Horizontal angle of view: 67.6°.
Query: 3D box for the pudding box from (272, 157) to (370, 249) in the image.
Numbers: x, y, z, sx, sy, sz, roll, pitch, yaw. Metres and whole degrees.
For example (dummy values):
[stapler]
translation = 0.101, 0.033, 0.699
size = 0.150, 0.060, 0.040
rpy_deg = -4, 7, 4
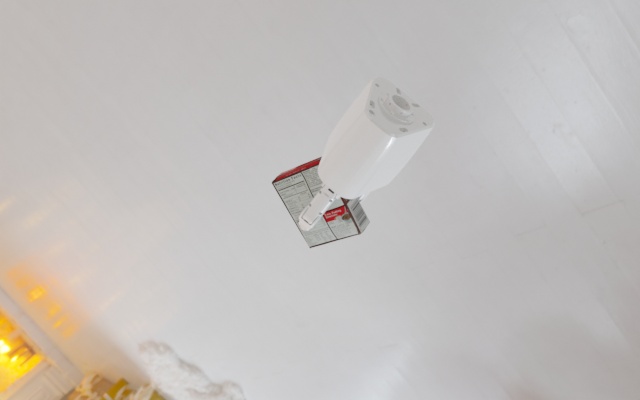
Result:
[pudding box]
translation = 0.000, 0.002, 0.642
size = 0.090, 0.113, 0.039
rpy_deg = -18, 17, 34
